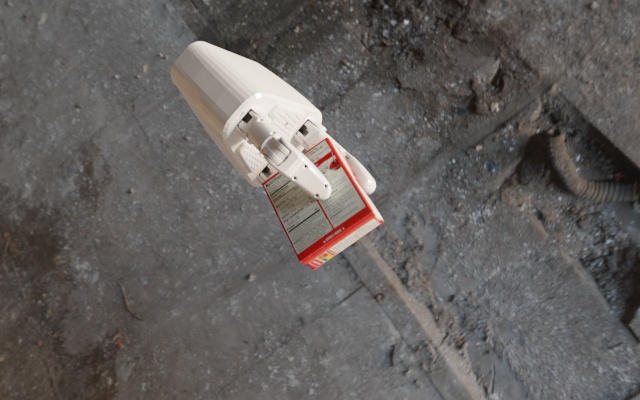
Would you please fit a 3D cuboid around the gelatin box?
[{"bbox_3d":[0.000,0.001,0.406,0.073,0.089,0.030,-36,-31,11],"label":"gelatin box"}]
